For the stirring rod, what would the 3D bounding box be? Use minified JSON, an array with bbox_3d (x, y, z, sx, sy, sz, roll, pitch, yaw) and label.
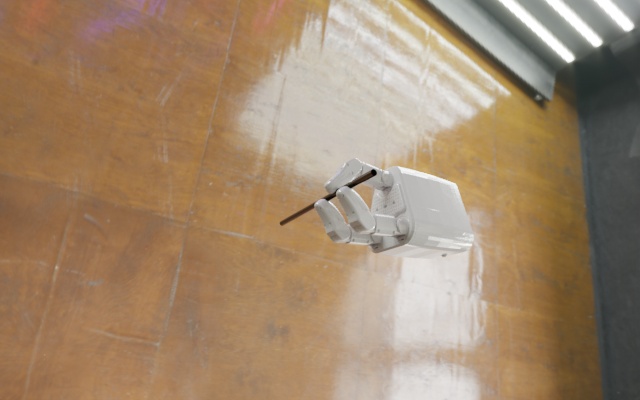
[{"bbox_3d":[0.000,0.002,0.618,0.011,0.011,0.239,0,-16,-30],"label":"stirring rod"}]
